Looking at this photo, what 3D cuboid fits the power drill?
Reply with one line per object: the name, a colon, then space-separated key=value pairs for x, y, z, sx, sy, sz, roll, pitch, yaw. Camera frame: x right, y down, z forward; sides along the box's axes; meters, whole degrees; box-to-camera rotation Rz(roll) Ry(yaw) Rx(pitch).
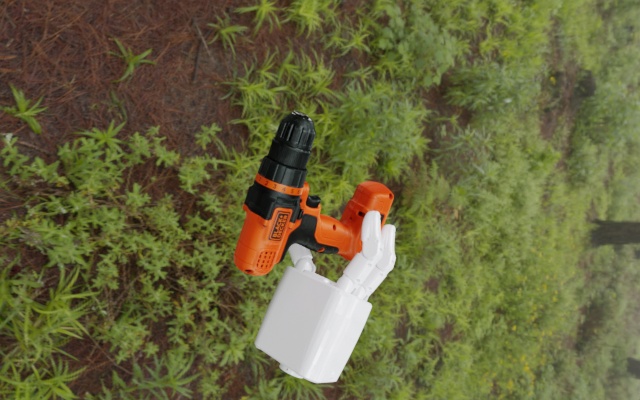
power drill: x=0.000 y=0.002 z=0.561 sx=0.188 sy=0.184 sz=0.057 roll=10 pitch=17 yaw=-41
